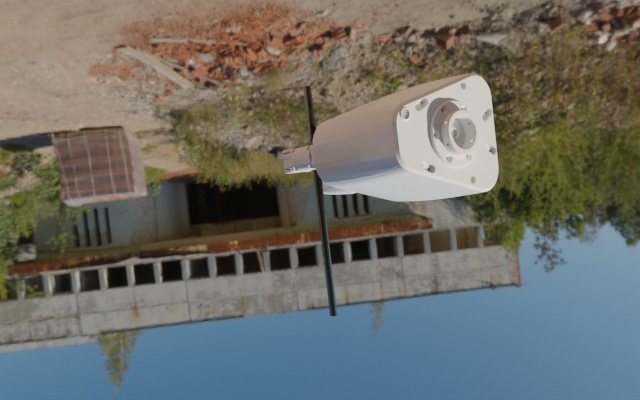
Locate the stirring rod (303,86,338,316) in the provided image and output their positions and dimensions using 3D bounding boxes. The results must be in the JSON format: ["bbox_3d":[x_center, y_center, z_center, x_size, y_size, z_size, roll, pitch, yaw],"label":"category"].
[{"bbox_3d":[0.000,0.002,0.499,0.011,0.239,0.011,-7,2,0],"label":"stirring rod"}]
